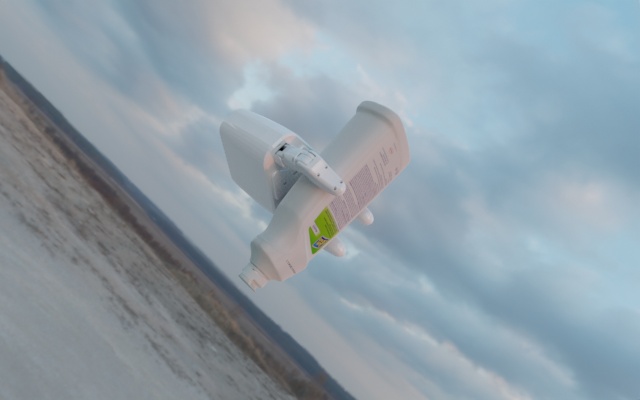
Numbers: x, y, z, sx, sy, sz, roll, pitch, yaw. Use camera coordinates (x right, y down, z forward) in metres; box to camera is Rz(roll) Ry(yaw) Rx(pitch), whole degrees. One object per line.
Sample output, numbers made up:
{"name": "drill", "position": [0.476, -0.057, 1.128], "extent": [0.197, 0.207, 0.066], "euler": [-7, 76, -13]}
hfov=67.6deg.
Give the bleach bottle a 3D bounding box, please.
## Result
{"name": "bleach bottle", "position": [0.000, 0.002, 0.558], "extent": [0.068, 0.251, 0.103], "euler": [33, -19, 38]}
